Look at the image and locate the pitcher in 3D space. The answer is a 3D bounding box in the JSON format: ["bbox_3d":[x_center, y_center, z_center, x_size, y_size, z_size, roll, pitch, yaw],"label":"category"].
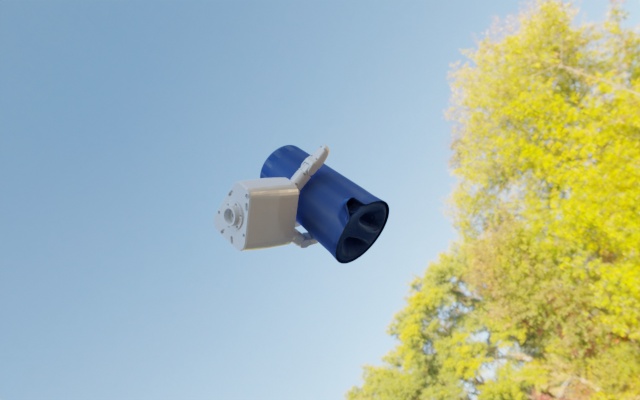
[{"bbox_3d":[0.000,0.003,0.897,0.242,0.149,0.145,39,27,32],"label":"pitcher"}]
